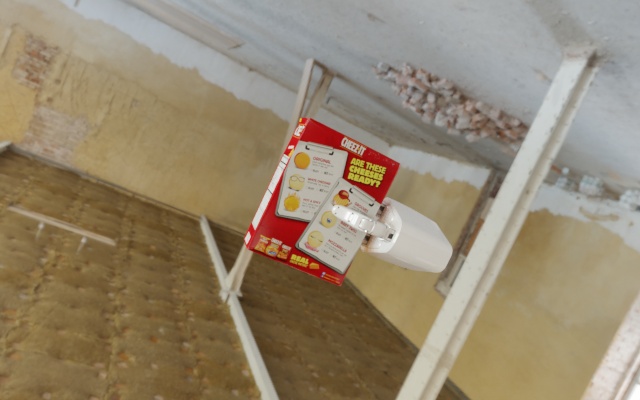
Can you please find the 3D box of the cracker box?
[{"bbox_3d":[0.000,0.003,0.739,0.164,0.214,0.072,24,4,-19],"label":"cracker box"}]
